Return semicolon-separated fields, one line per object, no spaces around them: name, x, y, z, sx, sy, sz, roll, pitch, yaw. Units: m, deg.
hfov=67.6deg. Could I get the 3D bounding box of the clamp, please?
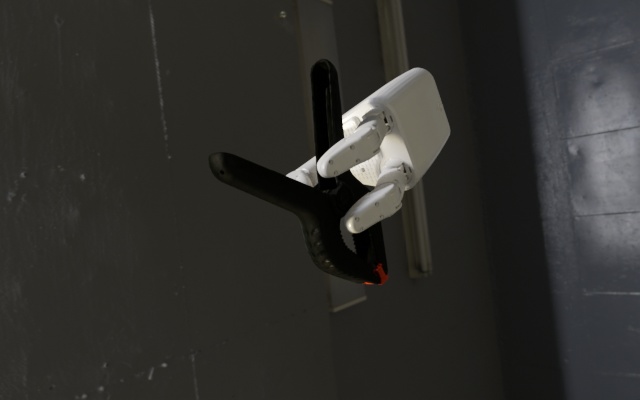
clamp;0.000;0.002;0.417;0.036;0.210;0.164;-5;28;43
